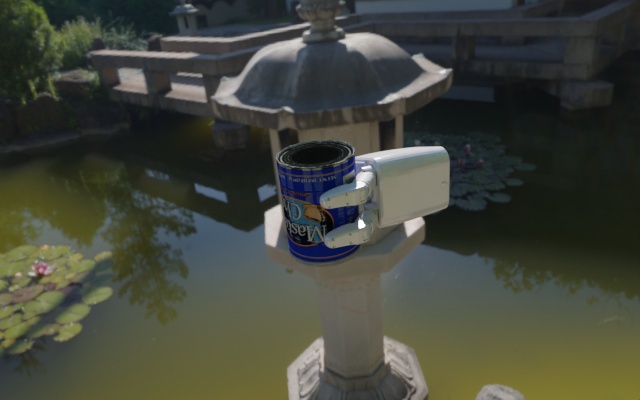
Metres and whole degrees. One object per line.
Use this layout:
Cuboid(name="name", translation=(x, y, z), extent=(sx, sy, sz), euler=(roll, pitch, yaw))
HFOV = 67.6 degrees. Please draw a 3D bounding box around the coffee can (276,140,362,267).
Cuboid(name="coffee can", translation=(0.000, 0.002, 0.638), extent=(0.103, 0.140, 0.102), euler=(-5, 25, 2))
